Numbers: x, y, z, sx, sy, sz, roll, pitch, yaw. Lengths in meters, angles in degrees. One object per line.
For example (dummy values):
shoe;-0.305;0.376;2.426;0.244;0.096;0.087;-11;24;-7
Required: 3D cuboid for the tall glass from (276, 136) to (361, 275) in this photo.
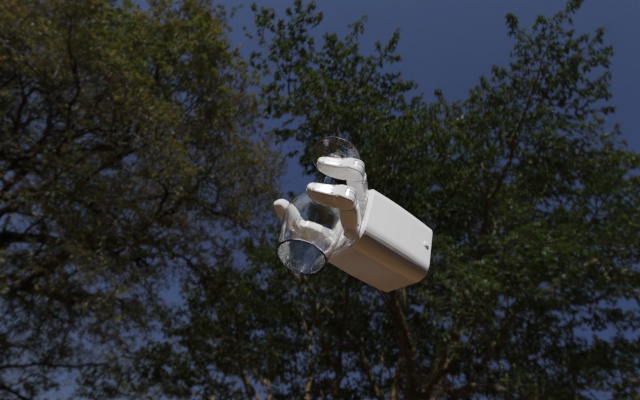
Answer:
tall glass;0.000;0.002;0.633;0.079;0.079;0.201;0;41;18
